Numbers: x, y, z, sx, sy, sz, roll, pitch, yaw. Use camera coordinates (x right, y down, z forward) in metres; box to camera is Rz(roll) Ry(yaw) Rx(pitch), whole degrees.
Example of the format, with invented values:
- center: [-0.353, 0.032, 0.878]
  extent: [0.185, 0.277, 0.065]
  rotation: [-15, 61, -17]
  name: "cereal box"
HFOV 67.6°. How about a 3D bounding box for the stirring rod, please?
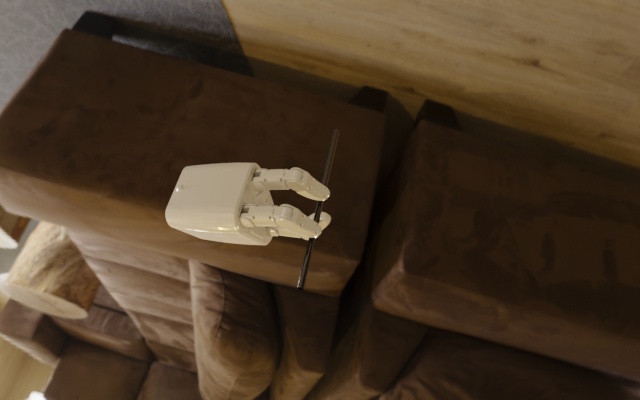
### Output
- center: [0.000, 0.002, 0.616]
  extent: [0.011, 0.239, 0.011]
  rotation: [10, -31, 6]
  name: "stirring rod"
